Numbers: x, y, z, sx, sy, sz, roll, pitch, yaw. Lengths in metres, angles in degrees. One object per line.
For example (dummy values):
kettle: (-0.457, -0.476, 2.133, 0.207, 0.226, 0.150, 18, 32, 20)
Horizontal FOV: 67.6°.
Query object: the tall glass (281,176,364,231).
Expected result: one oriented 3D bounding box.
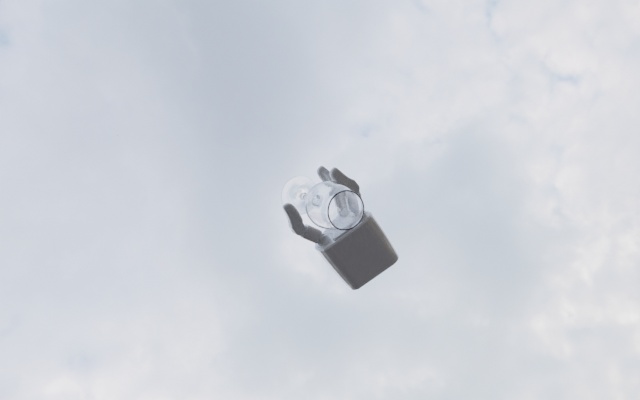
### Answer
tall glass: (0.000, 0.002, 0.805, 0.079, 0.079, 0.201, 0, 7, -23)
